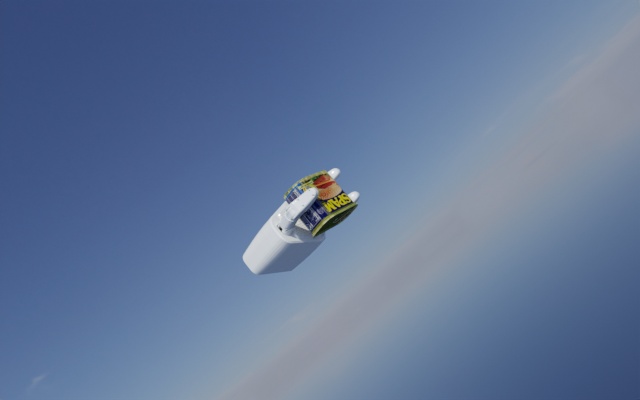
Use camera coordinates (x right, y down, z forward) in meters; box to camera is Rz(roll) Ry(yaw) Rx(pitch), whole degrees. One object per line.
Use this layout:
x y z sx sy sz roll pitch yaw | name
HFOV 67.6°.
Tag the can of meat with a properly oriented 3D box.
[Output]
0.000 0.002 0.799 0.102 0.084 0.057 -24 -21 -51 | can of meat
